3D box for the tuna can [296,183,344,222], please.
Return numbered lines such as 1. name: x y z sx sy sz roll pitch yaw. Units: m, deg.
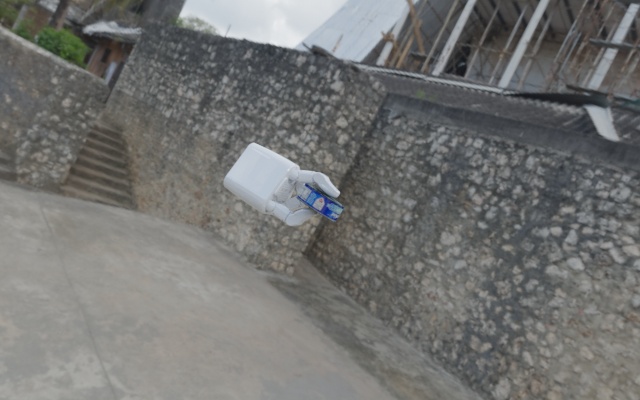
1. tuna can: 0.000 0.002 0.874 0.086 0.034 0.086 32 3 -2
